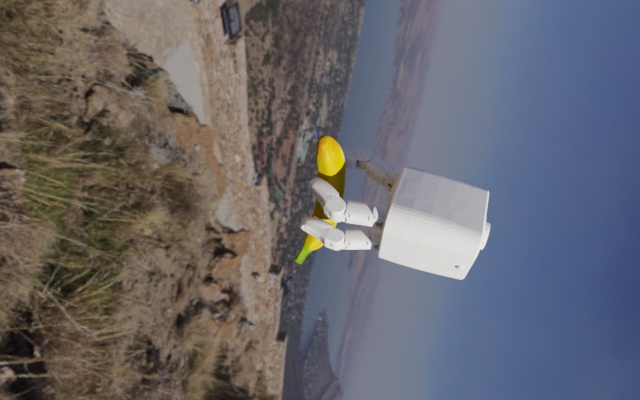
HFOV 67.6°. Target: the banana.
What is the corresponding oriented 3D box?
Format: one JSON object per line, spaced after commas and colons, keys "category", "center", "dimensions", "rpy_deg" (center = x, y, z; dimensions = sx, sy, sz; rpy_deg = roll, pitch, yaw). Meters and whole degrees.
{"category": "banana", "center": [0.007, -0.004, 0.618], "dimensions": [0.037, 0.198, 0.069], "rpy_deg": [20, 36, 14]}
